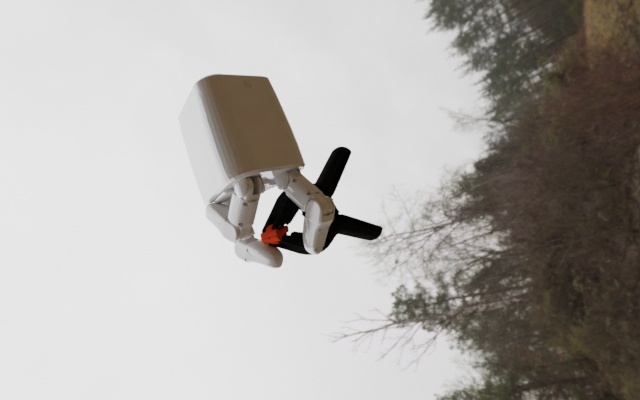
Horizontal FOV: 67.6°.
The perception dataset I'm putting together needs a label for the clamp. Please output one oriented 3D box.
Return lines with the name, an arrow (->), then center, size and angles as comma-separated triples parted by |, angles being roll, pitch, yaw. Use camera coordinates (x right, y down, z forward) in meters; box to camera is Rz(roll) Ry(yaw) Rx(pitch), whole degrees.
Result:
clamp -> 0.000, 0.002, 0.538 | 0.039, 0.120, 0.171 | -27, -10, 41
